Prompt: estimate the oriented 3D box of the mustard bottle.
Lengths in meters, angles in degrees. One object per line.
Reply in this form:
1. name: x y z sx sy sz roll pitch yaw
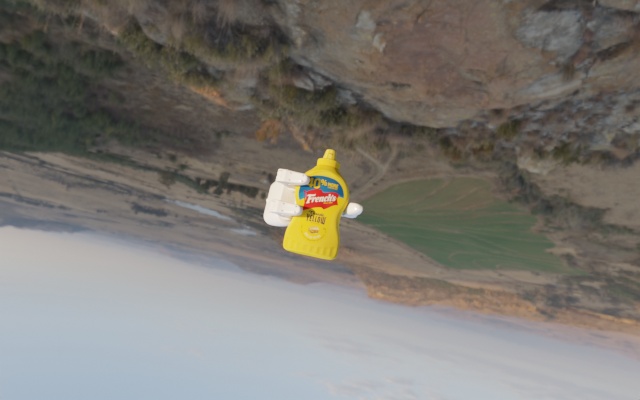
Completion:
1. mustard bottle: 0.000 0.003 0.845 0.096 0.191 0.058 12 -9 4
